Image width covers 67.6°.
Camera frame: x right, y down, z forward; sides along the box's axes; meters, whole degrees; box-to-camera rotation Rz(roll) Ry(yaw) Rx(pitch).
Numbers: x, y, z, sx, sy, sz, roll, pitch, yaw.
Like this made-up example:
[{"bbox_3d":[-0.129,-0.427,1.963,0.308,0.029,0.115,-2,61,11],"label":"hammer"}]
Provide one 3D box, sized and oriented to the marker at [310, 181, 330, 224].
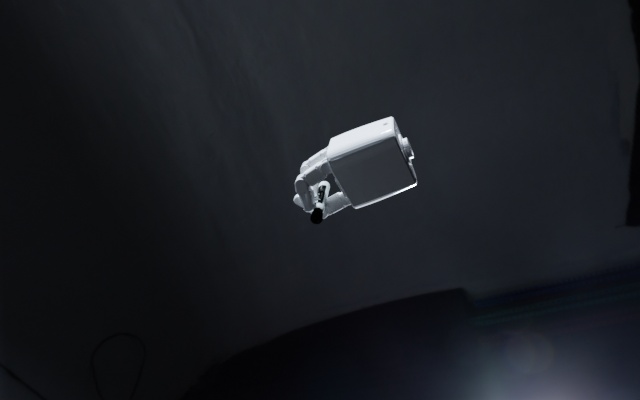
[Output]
[{"bbox_3d":[0.000,0.003,0.760,0.020,0.020,0.121,0,27,8],"label":"marker"}]
